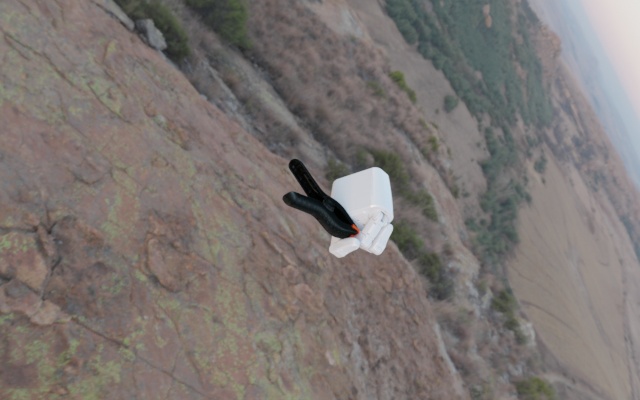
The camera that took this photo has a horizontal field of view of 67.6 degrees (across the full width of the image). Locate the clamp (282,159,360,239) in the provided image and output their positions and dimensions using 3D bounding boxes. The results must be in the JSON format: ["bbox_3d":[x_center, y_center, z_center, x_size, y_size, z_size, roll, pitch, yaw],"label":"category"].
[{"bbox_3d":[0.001,0.003,0.818,0.039,0.120,0.171,-31,-53,28],"label":"clamp"}]
